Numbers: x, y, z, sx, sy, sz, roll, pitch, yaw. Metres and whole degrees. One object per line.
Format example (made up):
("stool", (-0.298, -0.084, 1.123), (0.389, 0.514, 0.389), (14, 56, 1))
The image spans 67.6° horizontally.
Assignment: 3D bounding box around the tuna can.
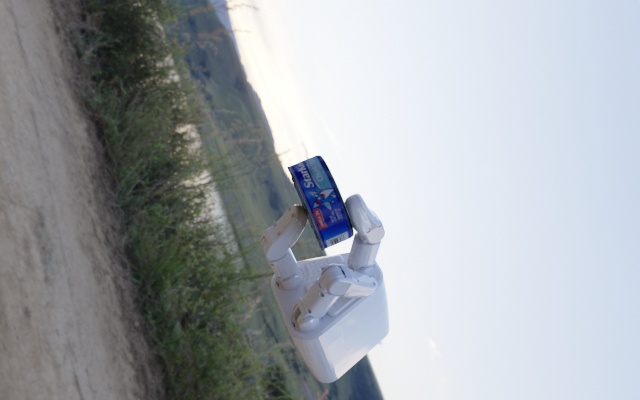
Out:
("tuna can", (0.001, 0.001, 0.448), (0.034, 0.086, 0.086), (-23, 1, -3))
